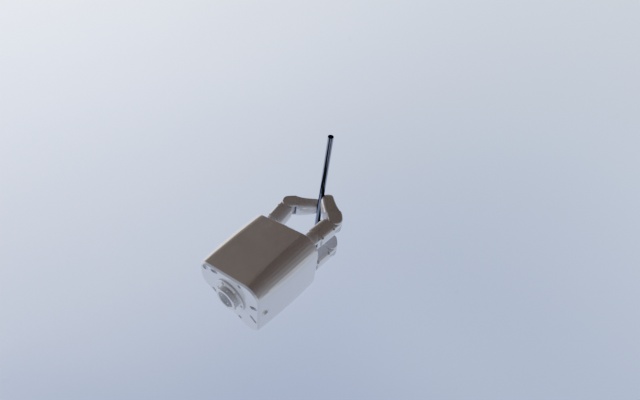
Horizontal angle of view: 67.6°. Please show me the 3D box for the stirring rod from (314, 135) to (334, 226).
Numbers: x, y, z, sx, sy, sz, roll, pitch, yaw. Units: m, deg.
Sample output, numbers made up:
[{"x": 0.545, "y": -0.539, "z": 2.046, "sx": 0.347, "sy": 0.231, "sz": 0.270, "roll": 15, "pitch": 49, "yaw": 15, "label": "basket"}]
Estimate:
[{"x": 0.000, "y": 0.002, "z": 0.676, "sx": 0.011, "sy": 0.011, "sz": 0.240, "roll": 0, "pitch": -42, "yaw": -8, "label": "stirring rod"}]
